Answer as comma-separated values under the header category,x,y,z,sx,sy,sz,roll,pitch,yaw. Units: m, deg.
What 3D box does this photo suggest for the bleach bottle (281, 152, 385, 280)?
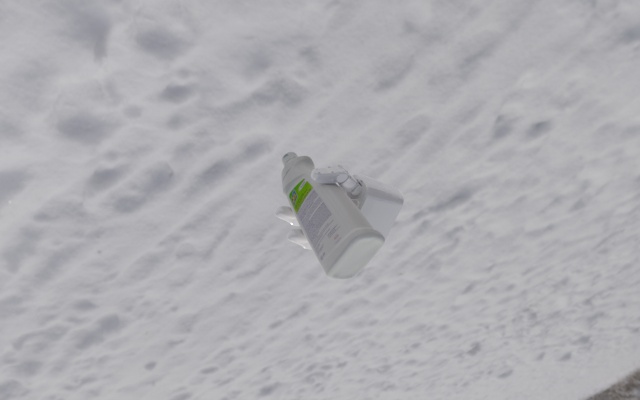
category,x,y,z,sx,sy,sz,roll,pitch,yaw
bleach bottle,0.000,0.003,0.766,0.068,0.103,0.250,12,35,-41
